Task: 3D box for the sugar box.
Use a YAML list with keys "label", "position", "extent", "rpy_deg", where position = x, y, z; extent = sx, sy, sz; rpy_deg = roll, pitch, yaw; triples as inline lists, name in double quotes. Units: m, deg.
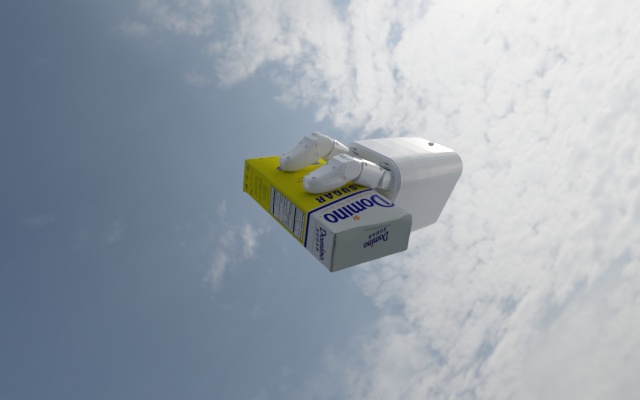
- label: "sugar box"
  position: [0.000, 0.001, 0.486]
  extent: [0.093, 0.048, 0.176]
  rpy_deg: [-12, 29, -33]
